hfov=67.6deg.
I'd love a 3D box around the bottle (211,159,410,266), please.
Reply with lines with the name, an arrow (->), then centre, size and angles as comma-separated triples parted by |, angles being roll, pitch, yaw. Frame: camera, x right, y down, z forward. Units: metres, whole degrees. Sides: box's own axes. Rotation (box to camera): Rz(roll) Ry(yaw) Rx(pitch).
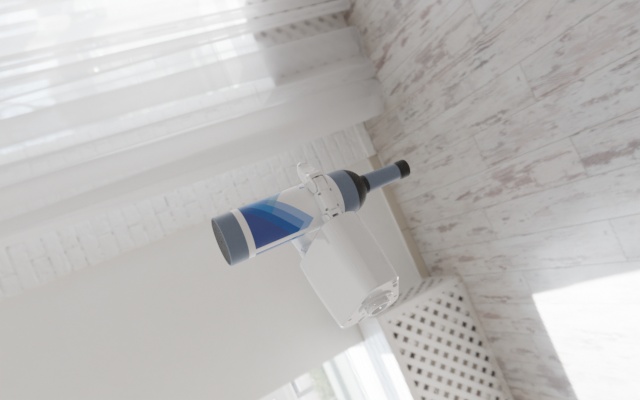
bottle -> 0.000, 0.002, 0.662 | 0.295, 0.069, 0.069 | -22, 8, -22
